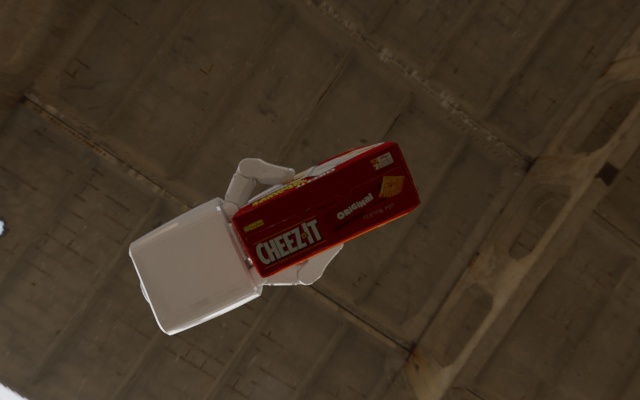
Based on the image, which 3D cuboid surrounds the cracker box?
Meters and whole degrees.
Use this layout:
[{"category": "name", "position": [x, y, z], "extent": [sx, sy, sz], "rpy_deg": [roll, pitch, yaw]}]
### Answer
[{"category": "cracker box", "position": [0.000, 0.002, 0.528], "extent": [0.164, 0.072, 0.213], "rpy_deg": [-25, 7, -1]}]
